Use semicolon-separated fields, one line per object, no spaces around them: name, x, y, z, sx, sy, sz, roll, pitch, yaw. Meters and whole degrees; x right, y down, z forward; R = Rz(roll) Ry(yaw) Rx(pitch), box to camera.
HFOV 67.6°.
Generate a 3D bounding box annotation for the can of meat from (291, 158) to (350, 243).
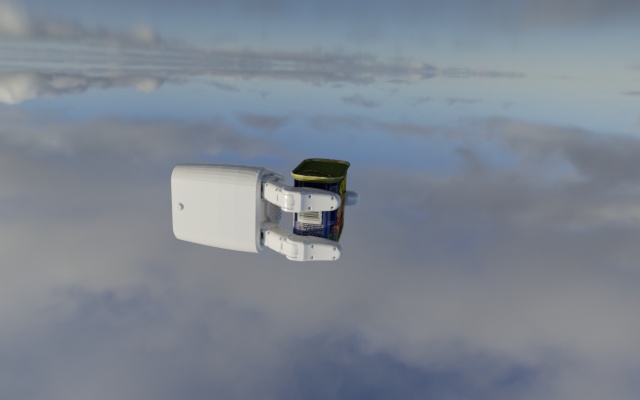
can of meat;0.000;0.002;0.554;0.057;0.084;0.102;5;16;8
